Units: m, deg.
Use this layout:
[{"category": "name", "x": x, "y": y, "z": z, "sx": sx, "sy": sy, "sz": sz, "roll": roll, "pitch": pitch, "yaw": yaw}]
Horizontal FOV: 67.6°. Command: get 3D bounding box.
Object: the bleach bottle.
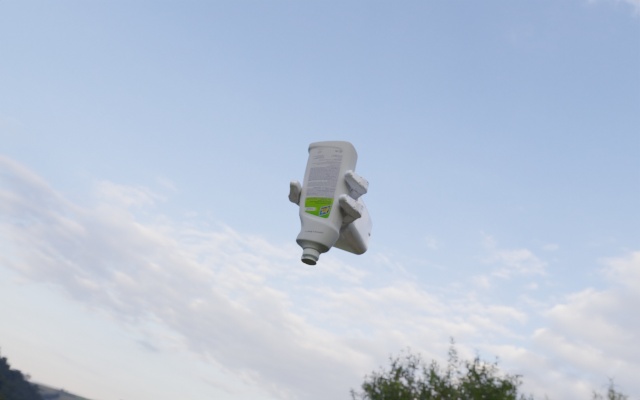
[{"category": "bleach bottle", "x": 0.000, "y": 0.003, "z": 0.895, "sx": 0.102, "sy": 0.250, "sz": 0.068, "roll": -1, "pitch": -34, "yaw": 25}]
